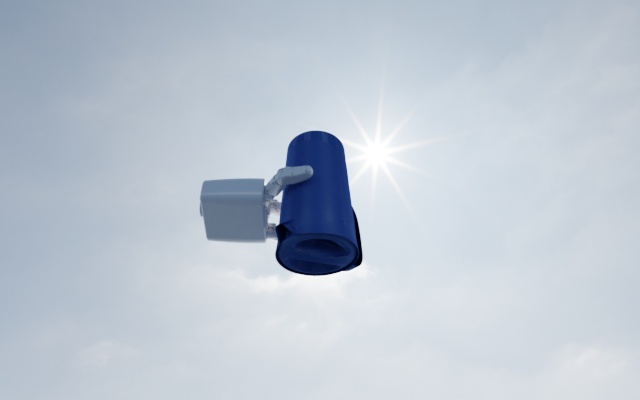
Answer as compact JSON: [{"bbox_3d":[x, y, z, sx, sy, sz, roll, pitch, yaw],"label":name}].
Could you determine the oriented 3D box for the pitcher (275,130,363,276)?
[{"bbox_3d":[0.000,0.003,0.830,0.145,0.242,0.149,-1,-38,0],"label":"pitcher"}]
